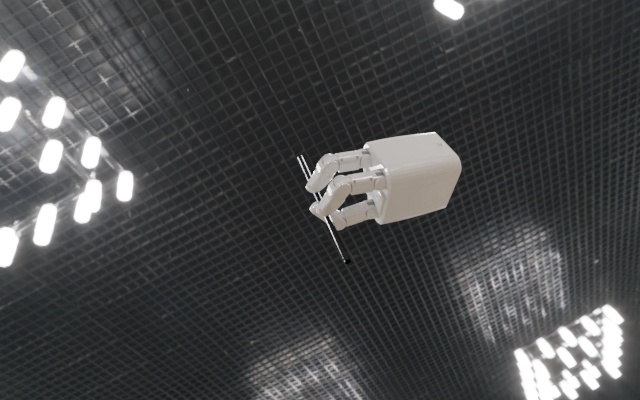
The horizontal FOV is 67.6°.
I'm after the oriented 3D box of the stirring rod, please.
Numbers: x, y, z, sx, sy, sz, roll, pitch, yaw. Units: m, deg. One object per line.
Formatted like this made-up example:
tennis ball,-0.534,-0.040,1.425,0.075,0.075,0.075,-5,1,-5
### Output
stirring rod,0.000,0.002,0.655,0.011,0.011,0.239,0,36,-19
